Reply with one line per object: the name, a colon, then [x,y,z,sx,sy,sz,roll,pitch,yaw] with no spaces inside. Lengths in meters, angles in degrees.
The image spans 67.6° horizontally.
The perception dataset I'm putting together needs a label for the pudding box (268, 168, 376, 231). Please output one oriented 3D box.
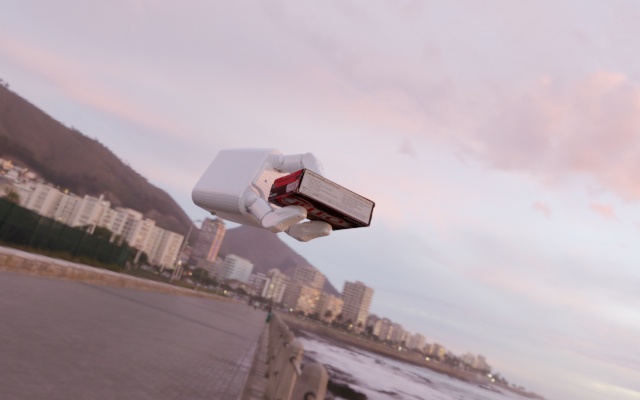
pudding box: [0.000,0.002,0.620,0.113,0.039,0.090,23,-16,-25]
